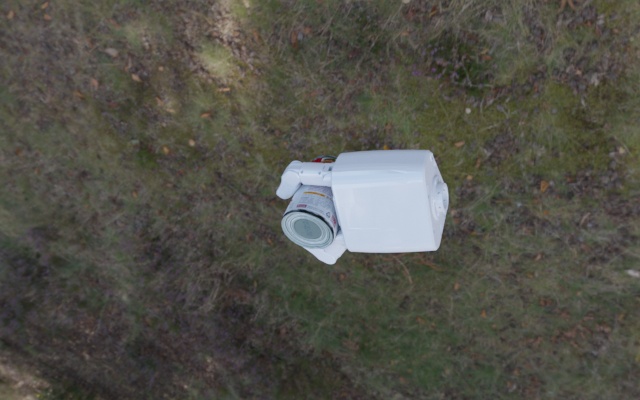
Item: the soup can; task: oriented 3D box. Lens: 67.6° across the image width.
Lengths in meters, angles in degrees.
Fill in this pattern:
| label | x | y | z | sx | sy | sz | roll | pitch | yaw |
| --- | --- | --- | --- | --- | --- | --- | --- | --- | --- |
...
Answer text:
| label | x | y | z | sx | sy | sz | roll | pitch | yaw |
| --- | --- | --- | --- | --- | --- | --- | --- | --- | --- |
| soup can | 0.000 | 0.002 | 0.593 | 0.068 | 0.068 | 0.102 | 0 | 44 | 26 |
